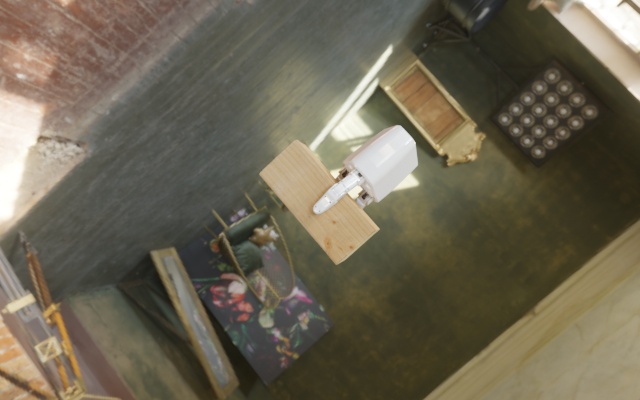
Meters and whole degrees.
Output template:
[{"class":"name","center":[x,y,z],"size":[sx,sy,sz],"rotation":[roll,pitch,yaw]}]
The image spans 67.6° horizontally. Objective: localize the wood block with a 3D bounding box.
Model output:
[{"class":"wood block","center":[0.000,0.003,0.842],"size":[0.090,0.206,0.091],"rotation":[-42,-9,7]}]
